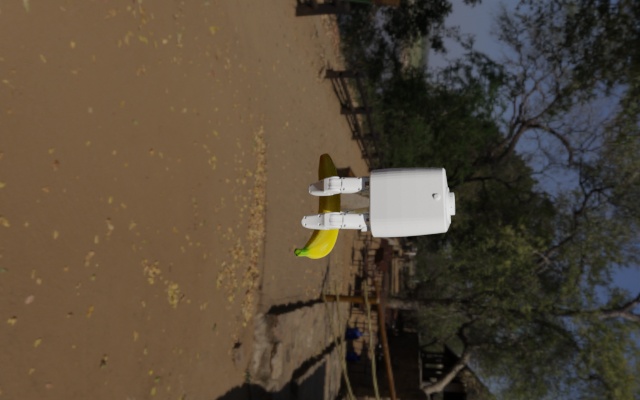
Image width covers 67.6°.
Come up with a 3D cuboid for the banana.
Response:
[{"bbox_3d":[0.007,0.016,0.755,0.037,0.197,0.070,-7,-40,25],"label":"banana"}]
